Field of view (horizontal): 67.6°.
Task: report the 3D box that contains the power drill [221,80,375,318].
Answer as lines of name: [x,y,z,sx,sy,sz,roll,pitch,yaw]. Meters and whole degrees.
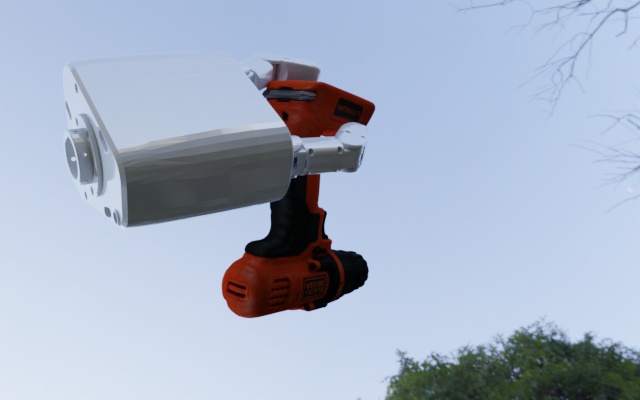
power drill: [0.000,0.001,0.414,0.057,0.187,0.184,8,3,32]
